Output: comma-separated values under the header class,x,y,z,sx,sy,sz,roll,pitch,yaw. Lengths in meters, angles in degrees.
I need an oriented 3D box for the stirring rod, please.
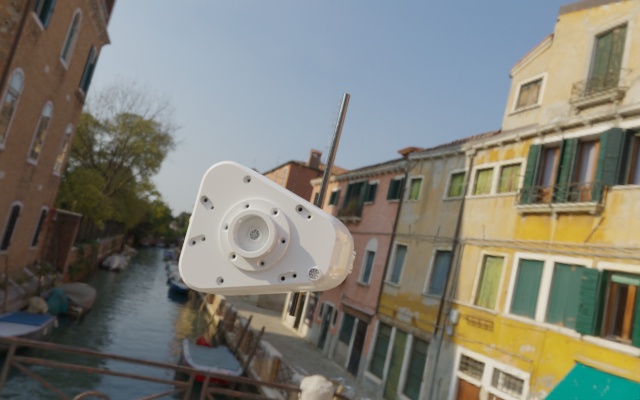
class,x,y,z,sx,sy,sz,roll,pitch,yaw
stirring rod,0.000,0.002,0.501,0.011,0.239,0.011,14,-7,2
